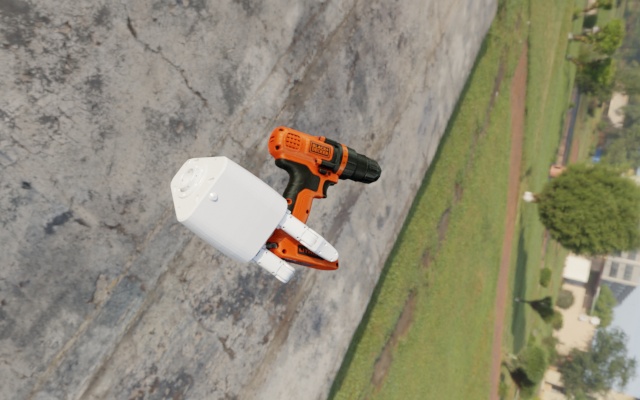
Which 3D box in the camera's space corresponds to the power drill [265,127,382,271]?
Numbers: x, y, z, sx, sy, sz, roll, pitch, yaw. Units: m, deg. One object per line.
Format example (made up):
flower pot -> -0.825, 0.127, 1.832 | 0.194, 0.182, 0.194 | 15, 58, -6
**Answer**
power drill -> 0.000, 0.003, 0.687 | 0.184, 0.187, 0.057 | 15, -16, -24
